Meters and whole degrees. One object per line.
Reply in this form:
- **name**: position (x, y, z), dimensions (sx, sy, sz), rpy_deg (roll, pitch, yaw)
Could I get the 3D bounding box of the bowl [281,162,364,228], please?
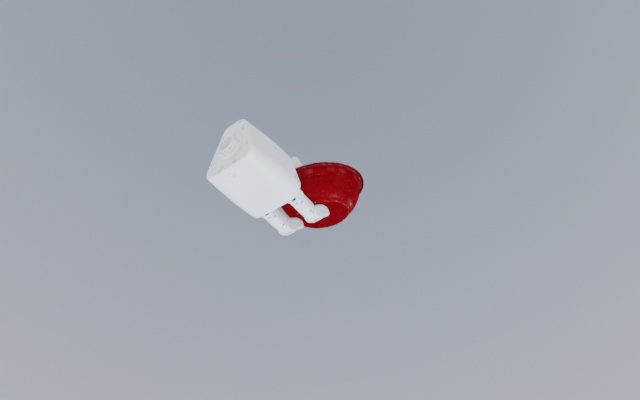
- **bowl**: position (0.001, 0.003, 0.829), dimensions (0.162, 0.055, 0.162), rpy_deg (-7, -32, -4)
